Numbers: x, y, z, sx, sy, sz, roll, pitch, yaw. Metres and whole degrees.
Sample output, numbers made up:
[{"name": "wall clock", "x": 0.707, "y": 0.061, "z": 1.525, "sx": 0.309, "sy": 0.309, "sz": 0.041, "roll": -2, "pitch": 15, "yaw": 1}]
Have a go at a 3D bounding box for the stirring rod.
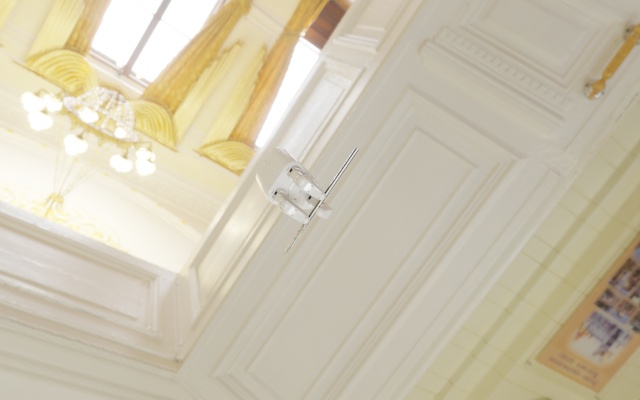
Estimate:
[{"name": "stirring rod", "x": 0.000, "y": 0.003, "z": 0.893, "sx": 0.011, "sy": 0.239, "sz": 0.011, "roll": 34, "pitch": 9, "yaw": -6}]
